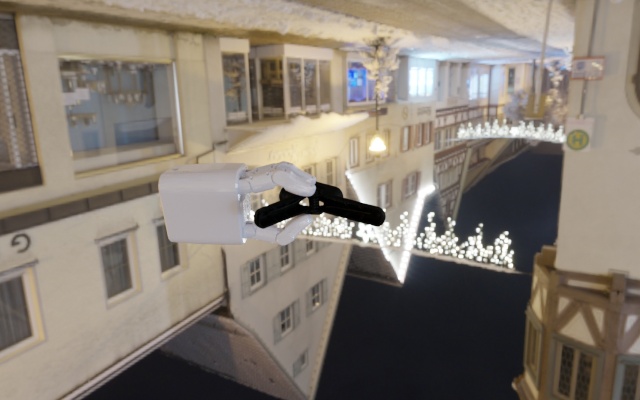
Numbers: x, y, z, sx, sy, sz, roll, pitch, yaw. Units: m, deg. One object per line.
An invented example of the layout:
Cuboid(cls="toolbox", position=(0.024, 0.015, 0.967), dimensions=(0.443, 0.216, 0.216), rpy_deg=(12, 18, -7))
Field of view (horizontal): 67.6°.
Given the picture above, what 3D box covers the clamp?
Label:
Cuboid(cls="clamp", position=(0.000, 0.003, 0.677), dimensions=(0.164, 0.036, 0.210), rpy_deg=(2, 13, 0))
